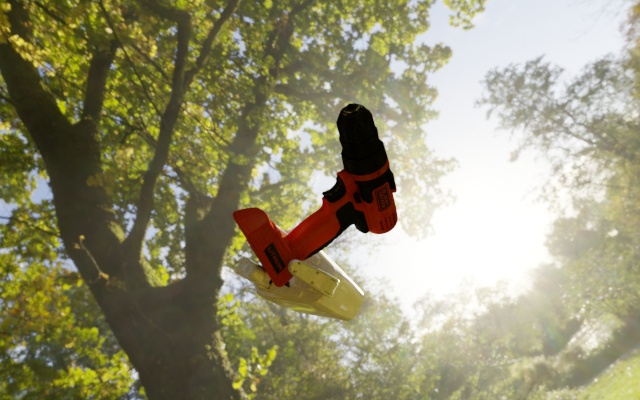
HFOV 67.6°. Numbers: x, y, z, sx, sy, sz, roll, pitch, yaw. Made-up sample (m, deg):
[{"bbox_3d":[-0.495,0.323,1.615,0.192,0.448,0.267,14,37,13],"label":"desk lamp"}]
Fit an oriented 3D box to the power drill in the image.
[{"bbox_3d":[0.000,0.002,0.545,0.187,0.185,0.057,-30,40,-11],"label":"power drill"}]
